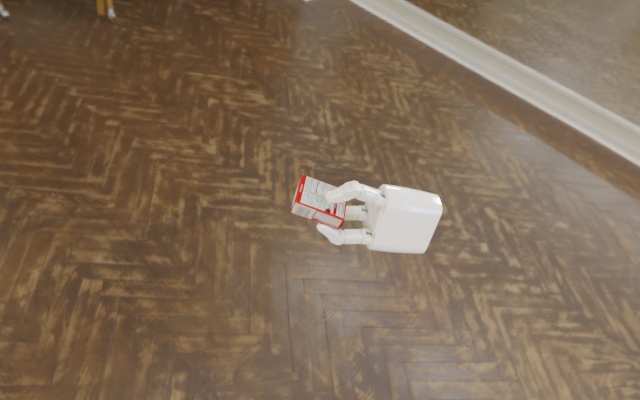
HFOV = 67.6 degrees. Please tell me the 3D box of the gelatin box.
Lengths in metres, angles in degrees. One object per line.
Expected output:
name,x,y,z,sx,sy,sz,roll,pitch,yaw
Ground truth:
gelatin box,0.000,0.002,0.806,0.089,0.073,0.030,21,-48,-8
